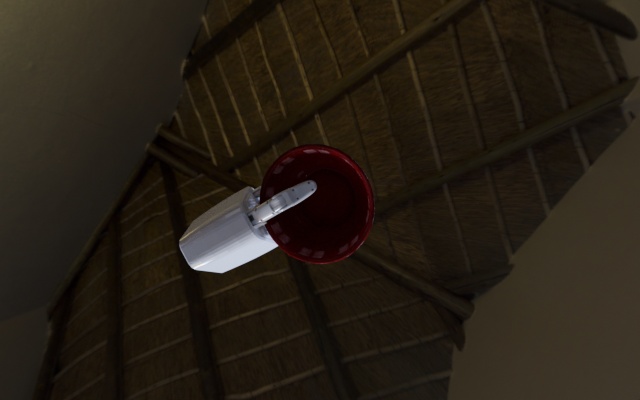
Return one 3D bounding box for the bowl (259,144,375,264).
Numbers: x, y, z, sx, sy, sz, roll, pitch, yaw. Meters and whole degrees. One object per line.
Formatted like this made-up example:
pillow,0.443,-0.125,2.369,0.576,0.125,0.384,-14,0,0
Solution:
bowl,0.001,0.002,0.657,0.162,0.162,0.055,0,9,18
